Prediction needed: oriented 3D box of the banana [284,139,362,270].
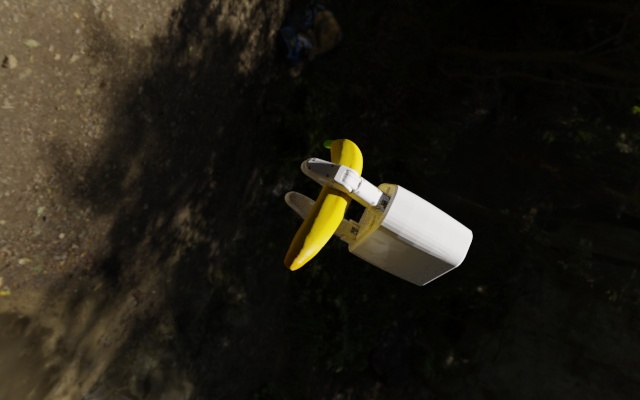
[{"bbox_3d":[0.012,-0.008,0.556,0.037,0.197,0.070,35,-39,-20],"label":"banana"}]
